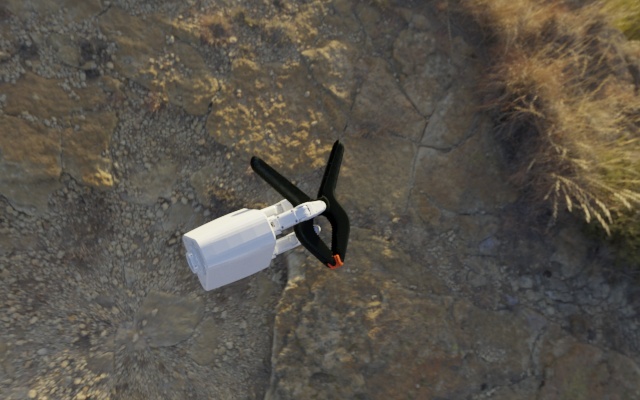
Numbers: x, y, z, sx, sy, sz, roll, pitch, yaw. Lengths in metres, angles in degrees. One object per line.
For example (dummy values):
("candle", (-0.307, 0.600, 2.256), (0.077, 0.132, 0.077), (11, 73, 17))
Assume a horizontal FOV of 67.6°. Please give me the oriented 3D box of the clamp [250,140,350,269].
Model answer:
("clamp", (0.000, 0.003, 0.761), (0.164, 0.210, 0.036), (-22, -6, -25))
